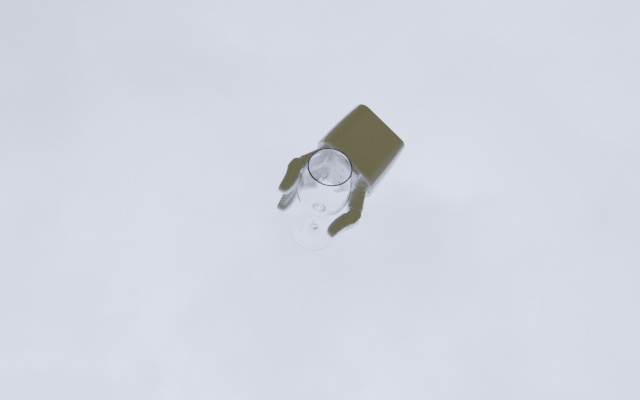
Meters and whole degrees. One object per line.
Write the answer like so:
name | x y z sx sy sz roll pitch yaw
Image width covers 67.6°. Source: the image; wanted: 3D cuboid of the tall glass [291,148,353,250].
tall glass | 0.000 0.003 0.726 0.079 0.079 0.201 0 -29 -8
